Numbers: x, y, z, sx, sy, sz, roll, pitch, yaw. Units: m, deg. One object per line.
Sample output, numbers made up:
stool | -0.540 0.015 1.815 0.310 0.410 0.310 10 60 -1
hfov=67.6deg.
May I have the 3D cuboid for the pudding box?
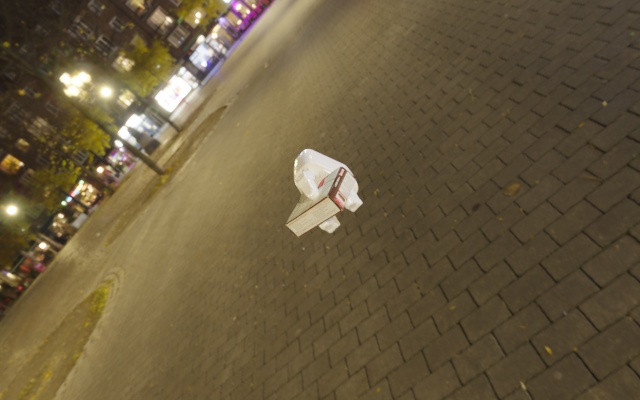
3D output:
pudding box | 0.000 0.002 0.804 0.113 0.039 0.090 -36 20 39
